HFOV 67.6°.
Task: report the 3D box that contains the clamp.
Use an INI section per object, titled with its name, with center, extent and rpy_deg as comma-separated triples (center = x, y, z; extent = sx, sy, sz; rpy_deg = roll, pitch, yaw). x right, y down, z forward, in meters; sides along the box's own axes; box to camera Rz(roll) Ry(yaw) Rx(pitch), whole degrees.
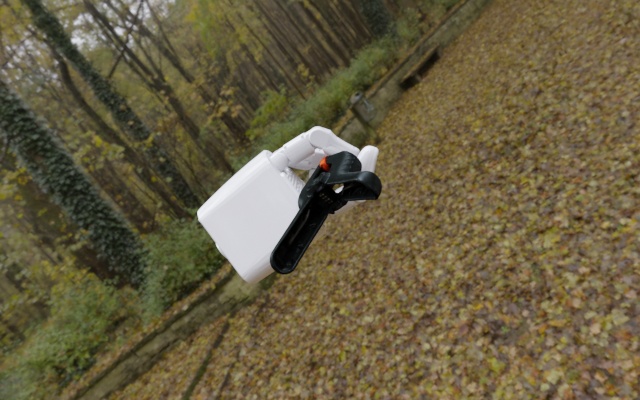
[clamp]
center = 0.000, 0.001, 0.459
extent = 0.120, 0.039, 0.171
rpy_deg = -38, 12, 9
